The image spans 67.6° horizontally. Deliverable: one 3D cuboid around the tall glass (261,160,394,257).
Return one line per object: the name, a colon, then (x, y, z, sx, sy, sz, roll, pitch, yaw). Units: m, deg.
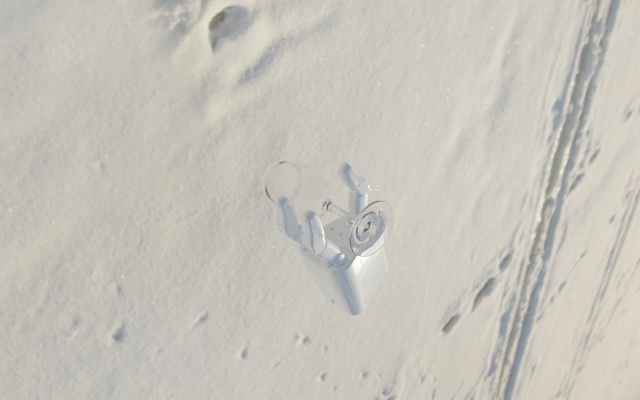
tall glass: (0.001, 0.002, 0.645, 0.079, 0.079, 0.201, 0, 20, -43)
